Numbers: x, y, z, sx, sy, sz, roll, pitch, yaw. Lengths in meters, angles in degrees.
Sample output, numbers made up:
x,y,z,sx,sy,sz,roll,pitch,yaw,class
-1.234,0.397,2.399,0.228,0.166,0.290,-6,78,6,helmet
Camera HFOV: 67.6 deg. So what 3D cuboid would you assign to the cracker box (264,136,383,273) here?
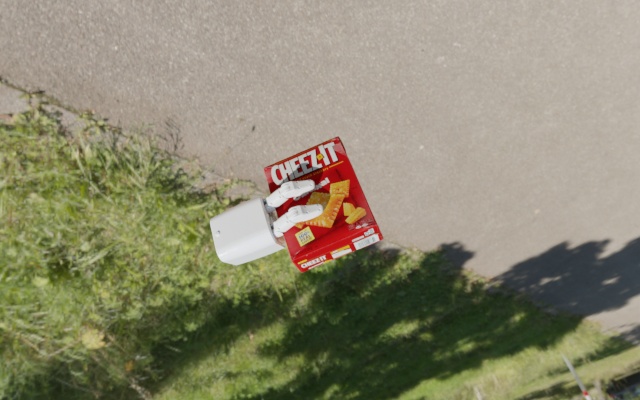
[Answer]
x,y,z,sx,sy,sz,roll,pitch,yaw,class
0.000,0.003,0.891,0.164,0.213,0.072,-23,-31,4,cracker box
